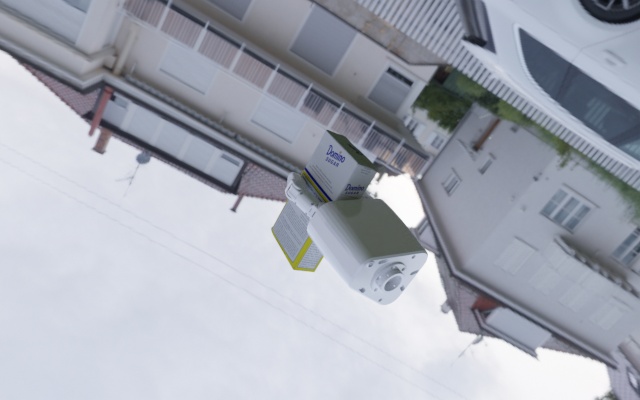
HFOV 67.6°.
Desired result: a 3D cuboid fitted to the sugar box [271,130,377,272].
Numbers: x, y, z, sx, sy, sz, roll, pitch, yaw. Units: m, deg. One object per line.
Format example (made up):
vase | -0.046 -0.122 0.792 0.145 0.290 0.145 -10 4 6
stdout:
sugar box | 0.001 0.002 0.659 0.048 0.176 0.093 16 26 -40
